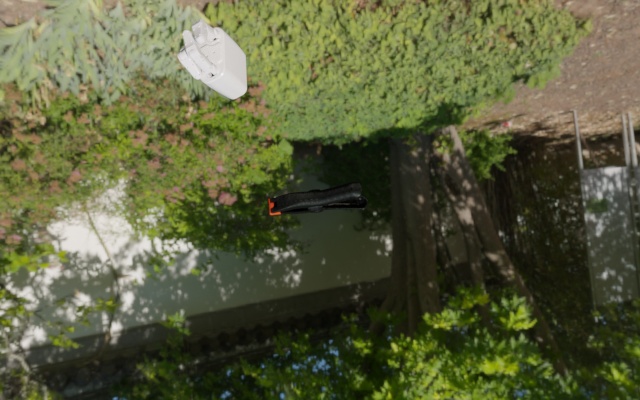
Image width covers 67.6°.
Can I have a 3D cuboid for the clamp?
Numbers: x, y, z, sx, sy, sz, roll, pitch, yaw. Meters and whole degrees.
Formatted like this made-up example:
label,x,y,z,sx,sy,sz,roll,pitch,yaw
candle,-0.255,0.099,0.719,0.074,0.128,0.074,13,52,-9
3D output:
label,x,y,z,sx,sy,sz,roll,pitch,yaw
clamp,0.000,0.003,0.815,0.171,0.039,0.120,-6,-18,18
